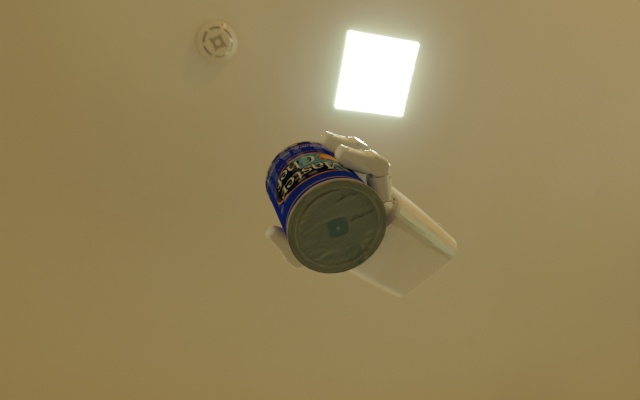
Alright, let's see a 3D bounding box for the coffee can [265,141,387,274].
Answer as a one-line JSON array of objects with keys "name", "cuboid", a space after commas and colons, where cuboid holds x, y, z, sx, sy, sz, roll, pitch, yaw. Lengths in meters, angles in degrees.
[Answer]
[{"name": "coffee can", "cuboid": [0.000, 0.002, 0.531, 0.103, 0.103, 0.140, 0, 22, -16]}]
